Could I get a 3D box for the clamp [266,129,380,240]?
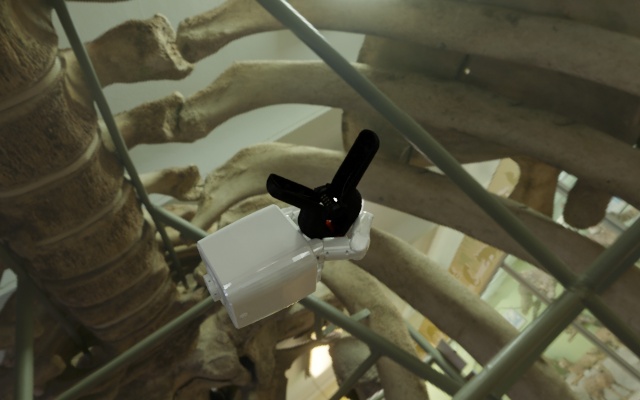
[{"bbox_3d":[0.000,0.001,0.517,0.120,0.039,0.172,-17,-35,-15],"label":"clamp"}]
